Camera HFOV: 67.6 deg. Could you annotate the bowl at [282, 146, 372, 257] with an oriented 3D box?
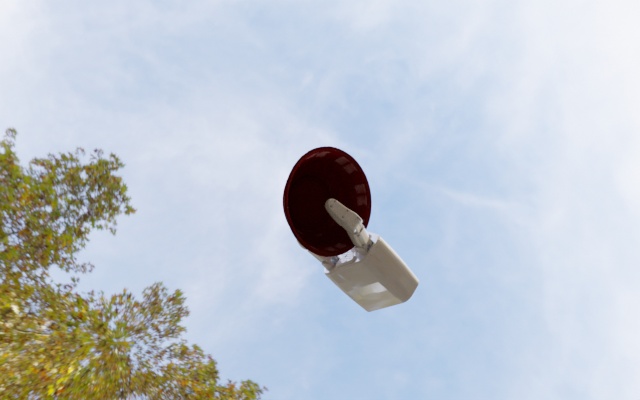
[{"bbox_3d":[-0.001,0.001,0.716,0.162,0.162,0.055,0,-2,-37],"label":"bowl"}]
